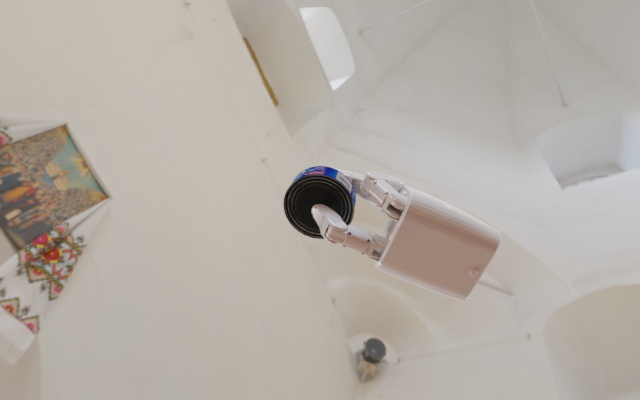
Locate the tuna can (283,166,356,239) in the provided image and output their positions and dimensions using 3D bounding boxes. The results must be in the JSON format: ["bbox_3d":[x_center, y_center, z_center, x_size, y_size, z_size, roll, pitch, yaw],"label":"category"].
[{"bbox_3d":[0.000,0.002,0.583,0.086,0.086,0.033,0,26,10],"label":"tuna can"}]
